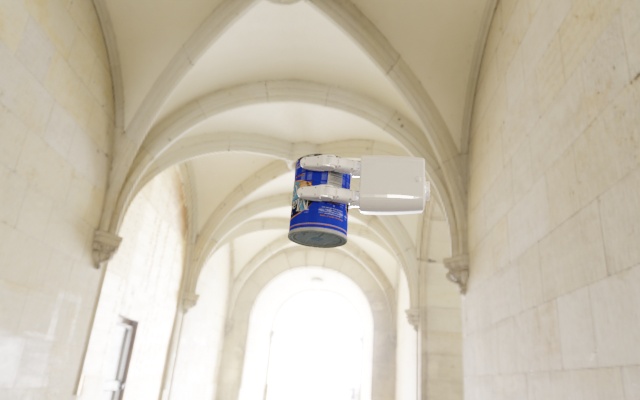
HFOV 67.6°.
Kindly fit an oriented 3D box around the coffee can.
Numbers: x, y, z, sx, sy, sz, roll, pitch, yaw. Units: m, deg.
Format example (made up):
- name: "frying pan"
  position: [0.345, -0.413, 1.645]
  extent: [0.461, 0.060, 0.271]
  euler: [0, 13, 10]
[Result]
- name: "coffee can"
  position: [0.000, 0.003, 0.841]
  extent: [0.103, 0.140, 0.103]
  euler: [4, -21, 2]
